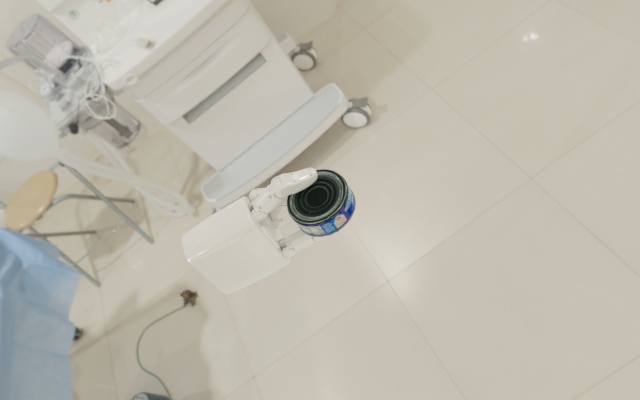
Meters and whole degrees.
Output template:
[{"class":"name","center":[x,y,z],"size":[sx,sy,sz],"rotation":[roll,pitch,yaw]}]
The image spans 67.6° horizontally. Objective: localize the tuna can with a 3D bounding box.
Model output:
[{"class":"tuna can","center":[0.000,0.002,0.619],"size":[0.086,0.086,0.034],"rotation":[0,-31,25]}]
